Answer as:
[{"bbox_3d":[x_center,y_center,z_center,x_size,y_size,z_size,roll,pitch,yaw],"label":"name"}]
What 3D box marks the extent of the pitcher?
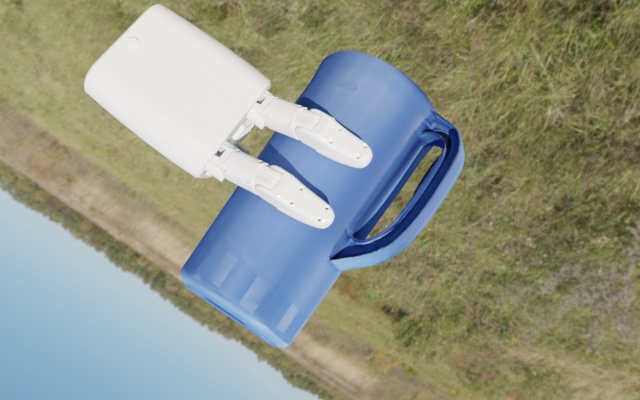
[{"bbox_3d":[0.000,0.001,0.415,0.145,0.242,0.149,37,-18,-8],"label":"pitcher"}]
